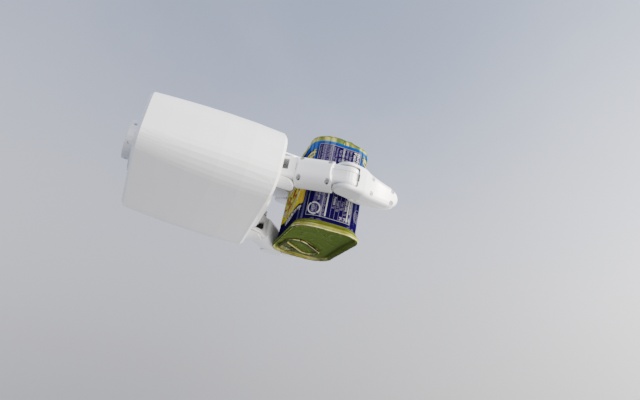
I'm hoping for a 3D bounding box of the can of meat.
[{"bbox_3d":[0.000,0.001,0.430,0.057,0.084,0.102,16,-22,-13],"label":"can of meat"}]
